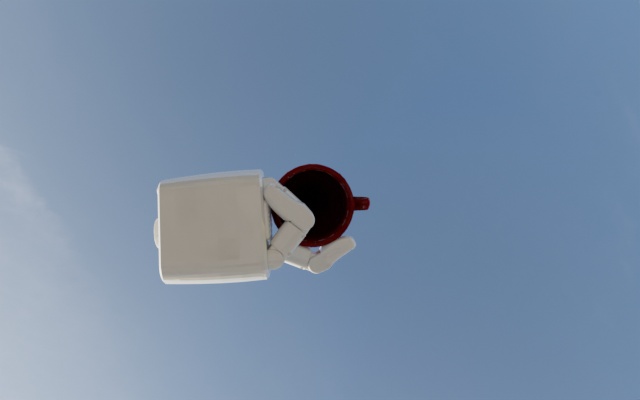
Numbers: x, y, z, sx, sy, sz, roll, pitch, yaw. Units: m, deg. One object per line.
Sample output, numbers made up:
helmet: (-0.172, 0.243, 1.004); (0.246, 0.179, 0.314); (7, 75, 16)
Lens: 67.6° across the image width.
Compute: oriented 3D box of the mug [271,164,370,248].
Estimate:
mug: (0.002, 0.002, 0.569); (0.117, 0.093, 0.081); (-3, 6, -5)
